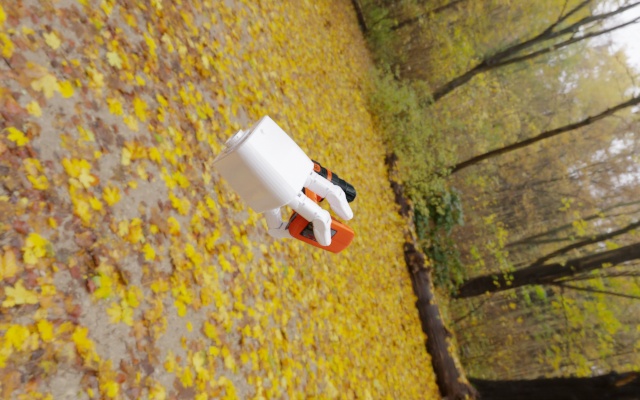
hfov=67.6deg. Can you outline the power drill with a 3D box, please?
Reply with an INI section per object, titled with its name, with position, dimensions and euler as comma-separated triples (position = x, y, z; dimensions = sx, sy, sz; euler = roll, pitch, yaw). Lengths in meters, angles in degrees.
[power drill]
position = 0.000, 0.003, 0.814
dimensions = 0.184, 0.057, 0.187
euler = 23, 29, -27
